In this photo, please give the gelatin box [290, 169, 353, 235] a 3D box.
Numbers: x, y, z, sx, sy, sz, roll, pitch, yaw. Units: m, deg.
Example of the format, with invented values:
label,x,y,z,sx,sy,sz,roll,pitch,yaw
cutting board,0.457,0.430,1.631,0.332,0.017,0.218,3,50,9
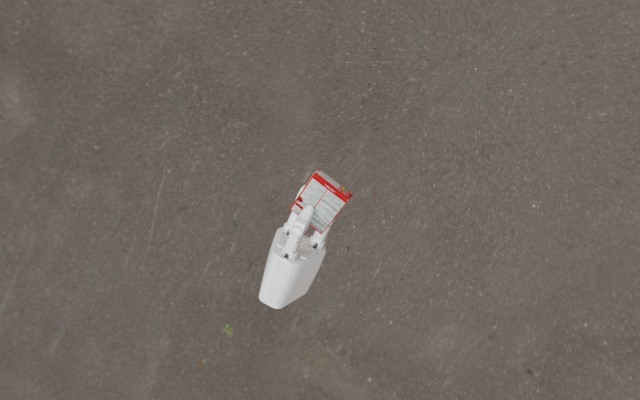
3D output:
label,x,y,z,sx,sy,sz,roll,pitch,yaw
gelatin box,0.000,0.003,0.816,0.073,0.089,0.030,38,31,3
